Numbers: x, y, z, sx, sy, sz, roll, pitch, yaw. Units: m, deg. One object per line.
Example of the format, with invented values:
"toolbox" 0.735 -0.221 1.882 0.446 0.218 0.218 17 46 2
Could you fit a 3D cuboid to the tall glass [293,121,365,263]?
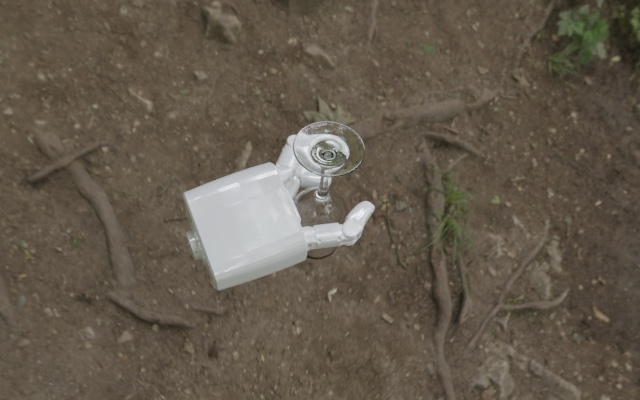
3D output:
"tall glass" 0.000 0.001 0.570 0.079 0.079 0.201 0 -34 -6
